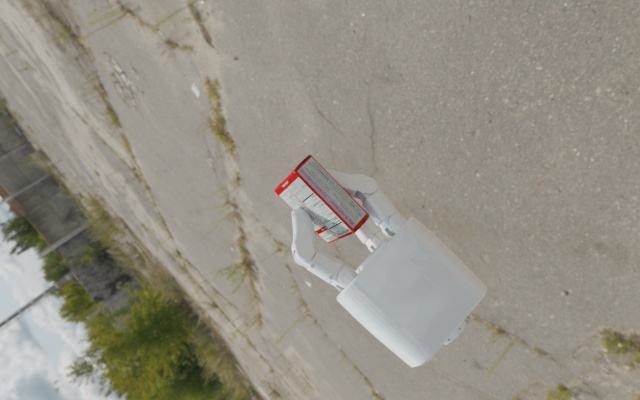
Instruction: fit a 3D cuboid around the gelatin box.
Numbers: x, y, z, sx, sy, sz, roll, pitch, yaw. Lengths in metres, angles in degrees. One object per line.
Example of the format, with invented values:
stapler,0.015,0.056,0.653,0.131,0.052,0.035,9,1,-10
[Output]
gelatin box,0.000,0.002,0.506,0.030,0.089,0.073,-48,5,-25
